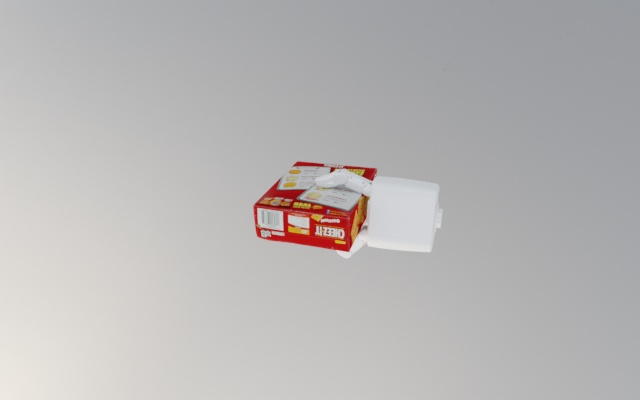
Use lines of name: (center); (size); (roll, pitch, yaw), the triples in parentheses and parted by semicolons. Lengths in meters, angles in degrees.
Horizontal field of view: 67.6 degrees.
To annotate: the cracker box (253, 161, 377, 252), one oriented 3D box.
cracker box: (0.000, 0.003, 0.847); (0.164, 0.072, 0.213); (7, 26, 16)
